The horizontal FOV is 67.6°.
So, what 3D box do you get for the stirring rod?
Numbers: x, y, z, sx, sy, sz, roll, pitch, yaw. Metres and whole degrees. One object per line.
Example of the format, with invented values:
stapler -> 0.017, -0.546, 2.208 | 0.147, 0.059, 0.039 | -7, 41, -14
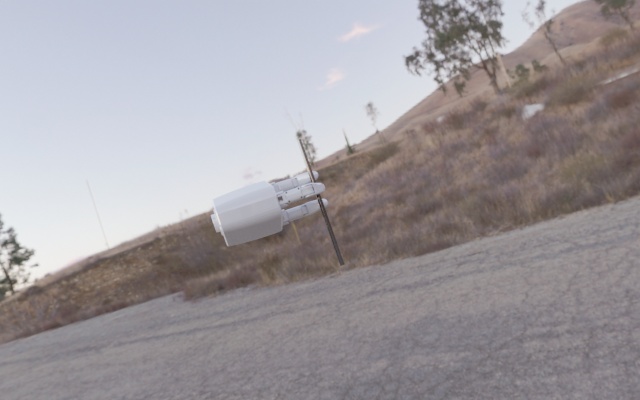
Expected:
stirring rod -> 0.000, 0.003, 0.866 | 0.011, 0.239, 0.011 | -19, -3, -1
